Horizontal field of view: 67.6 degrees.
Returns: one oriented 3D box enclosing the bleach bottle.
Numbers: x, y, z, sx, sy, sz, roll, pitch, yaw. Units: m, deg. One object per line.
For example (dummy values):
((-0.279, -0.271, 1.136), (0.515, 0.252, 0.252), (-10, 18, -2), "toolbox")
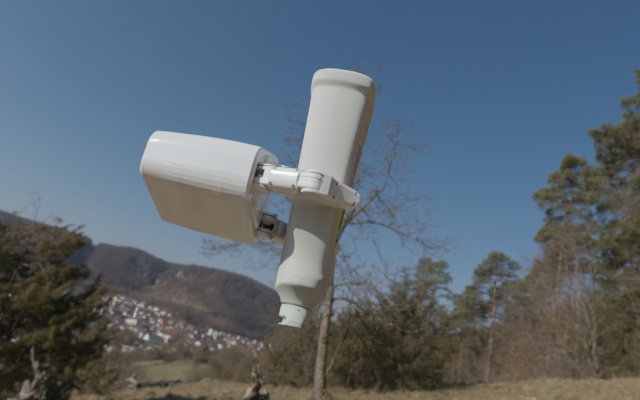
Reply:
((0.000, 0.002, 0.484), (0.068, 0.250, 0.103), (11, -17, 7), "bleach bottle")
